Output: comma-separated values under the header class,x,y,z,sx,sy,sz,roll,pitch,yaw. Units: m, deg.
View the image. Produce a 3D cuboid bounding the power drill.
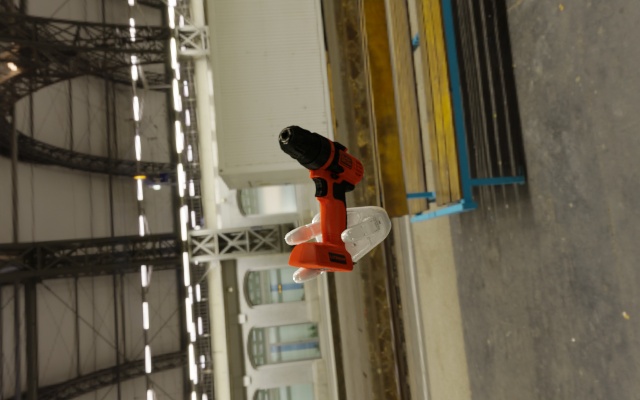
class,x,y,z,sx,sy,sz,roll,pitch,yaw
power drill,0.000,0.003,0.673,0.057,0.187,0.184,-4,-15,36
